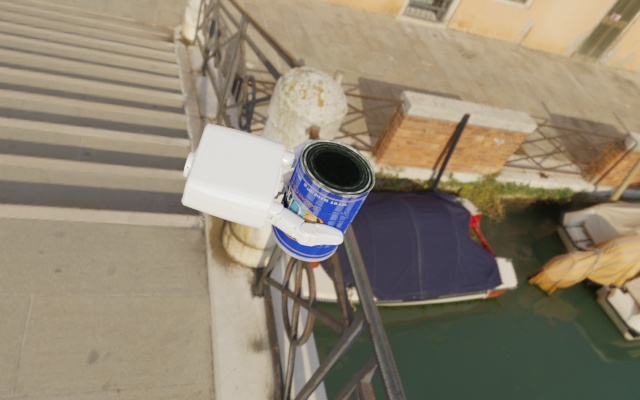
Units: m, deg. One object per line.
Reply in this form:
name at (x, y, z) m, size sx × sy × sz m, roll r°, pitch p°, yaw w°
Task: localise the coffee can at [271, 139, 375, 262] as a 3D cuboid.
coffee can at (0.000, 0.002, 0.653) m, size 0.103 × 0.102 × 0.140 m, roll 0°, pitch -41°, yaw -26°
